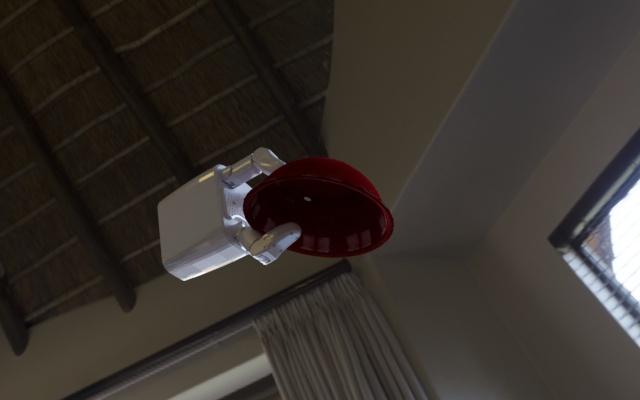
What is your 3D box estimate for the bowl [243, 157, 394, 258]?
[{"bbox_3d":[0.001,0.001,0.521,0.162,0.055,0.162,7,-33,4],"label":"bowl"}]
